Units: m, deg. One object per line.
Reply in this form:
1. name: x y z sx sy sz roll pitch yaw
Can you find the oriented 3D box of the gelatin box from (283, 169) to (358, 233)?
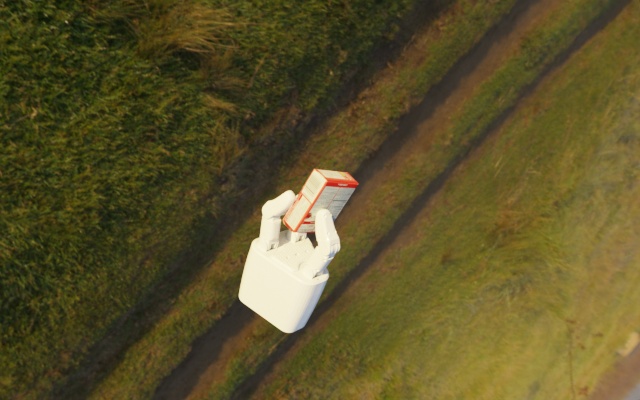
1. gelatin box: 0.001 0.002 0.639 0.073 0.089 0.030 2 37 -52
